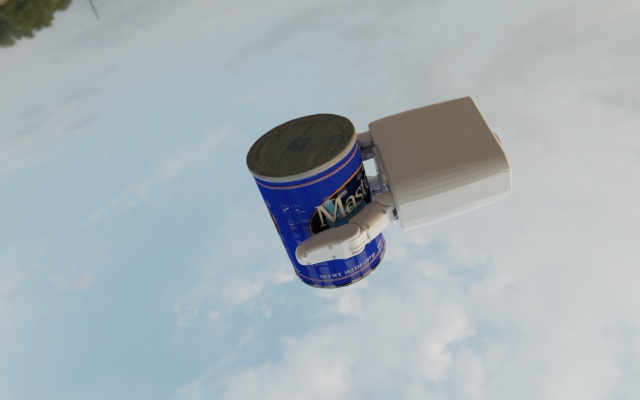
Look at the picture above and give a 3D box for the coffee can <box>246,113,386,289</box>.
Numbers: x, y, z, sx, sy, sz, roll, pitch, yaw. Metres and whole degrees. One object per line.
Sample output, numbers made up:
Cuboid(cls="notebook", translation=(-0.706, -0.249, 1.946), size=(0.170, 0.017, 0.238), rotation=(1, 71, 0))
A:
Cuboid(cls="coffee can", translation=(0.000, 0.002, 0.468), size=(0.103, 0.140, 0.102), rotation=(-13, 36, 9))
